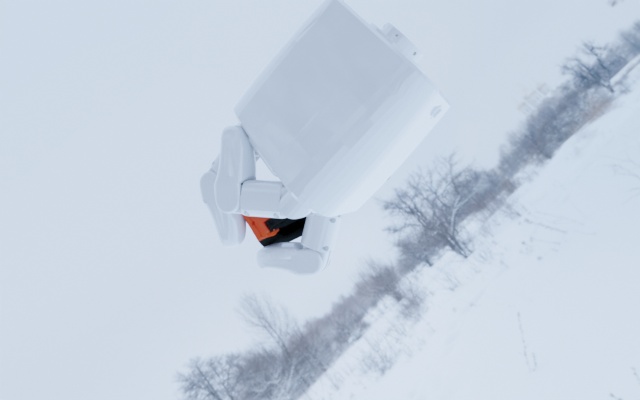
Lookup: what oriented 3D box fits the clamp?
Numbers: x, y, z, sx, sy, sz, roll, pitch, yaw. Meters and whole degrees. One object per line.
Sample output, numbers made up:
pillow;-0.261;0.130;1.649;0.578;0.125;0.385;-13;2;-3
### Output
clamp;0.000;0.001;0.426;0.039;0.120;0.171;47;17;14
